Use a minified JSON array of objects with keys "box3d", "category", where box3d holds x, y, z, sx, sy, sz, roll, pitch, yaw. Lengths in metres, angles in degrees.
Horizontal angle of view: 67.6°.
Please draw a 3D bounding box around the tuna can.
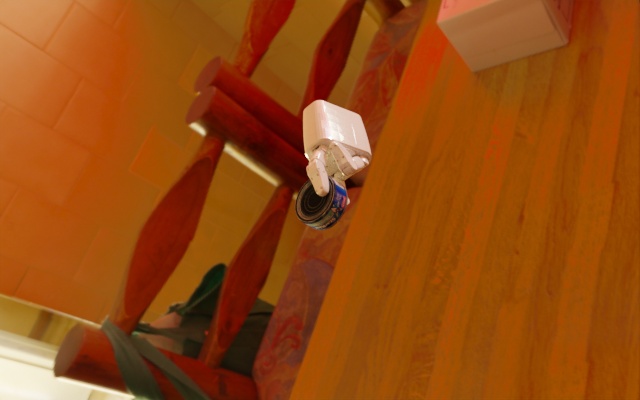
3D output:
[{"box3d":[0.000,0.002,0.764,0.086,0.086,0.034,0,-23,44],"category":"tuna can"}]
